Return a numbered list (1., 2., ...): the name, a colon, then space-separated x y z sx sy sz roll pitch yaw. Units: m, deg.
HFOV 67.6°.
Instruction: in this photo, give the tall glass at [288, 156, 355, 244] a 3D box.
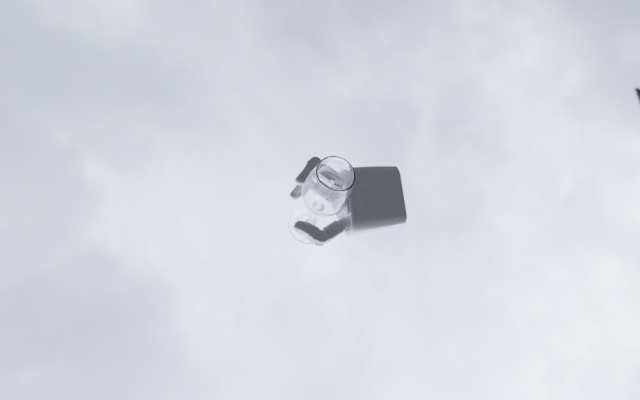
1. tall glass: 0.000 0.003 0.803 0.079 0.079 0.201 0 -26 -15
